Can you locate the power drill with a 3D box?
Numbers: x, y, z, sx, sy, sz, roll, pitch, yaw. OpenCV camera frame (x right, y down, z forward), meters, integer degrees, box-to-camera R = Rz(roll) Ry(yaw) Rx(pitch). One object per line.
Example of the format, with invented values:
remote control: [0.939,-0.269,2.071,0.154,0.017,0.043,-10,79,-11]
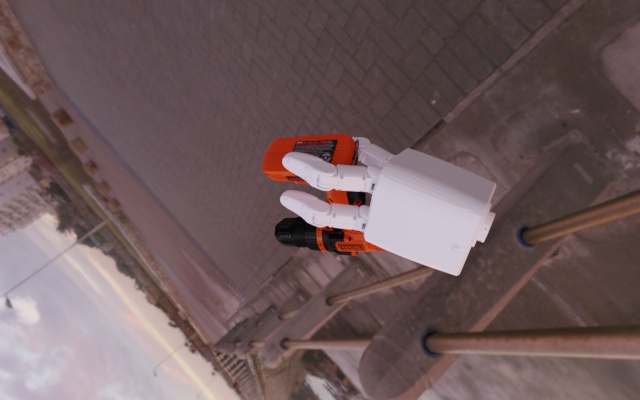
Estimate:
power drill: [0.000,0.002,0.590,0.184,0.057,0.188,-2,-36,22]
